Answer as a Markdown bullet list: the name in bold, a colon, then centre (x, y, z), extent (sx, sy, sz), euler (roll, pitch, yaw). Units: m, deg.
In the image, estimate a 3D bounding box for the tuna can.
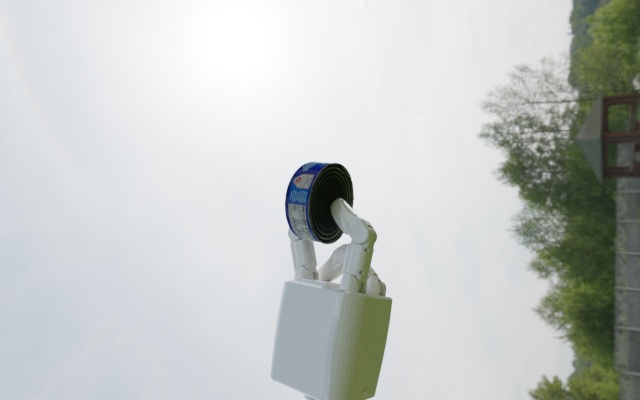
- **tuna can**: centre (0.000, 0.002, 0.507), extent (0.034, 0.086, 0.086), euler (8, 4, 33)
